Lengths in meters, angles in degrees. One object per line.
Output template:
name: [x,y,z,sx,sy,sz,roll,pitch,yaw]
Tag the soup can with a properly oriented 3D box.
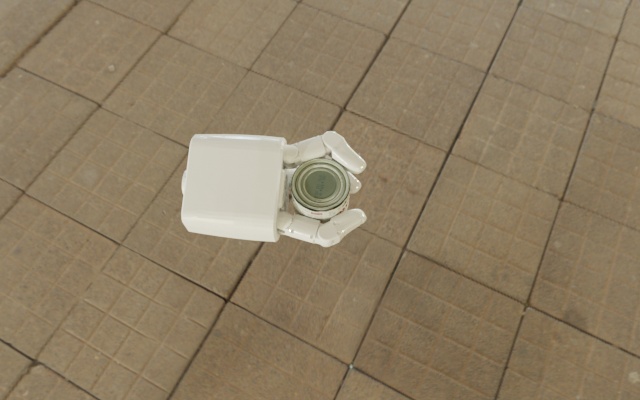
soup can: [0.001,0.002,0.567,0.068,0.068,0.102,0,-25,0]
